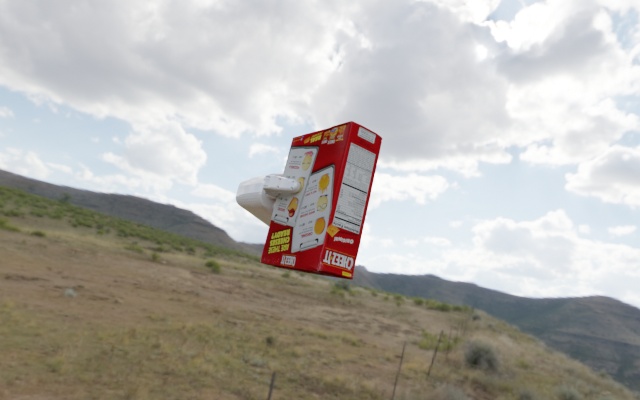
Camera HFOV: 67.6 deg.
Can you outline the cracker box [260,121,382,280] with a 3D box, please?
[{"bbox_3d":[0.000,0.002,0.718,0.072,0.213,0.164,20,-13,-32],"label":"cracker box"}]
